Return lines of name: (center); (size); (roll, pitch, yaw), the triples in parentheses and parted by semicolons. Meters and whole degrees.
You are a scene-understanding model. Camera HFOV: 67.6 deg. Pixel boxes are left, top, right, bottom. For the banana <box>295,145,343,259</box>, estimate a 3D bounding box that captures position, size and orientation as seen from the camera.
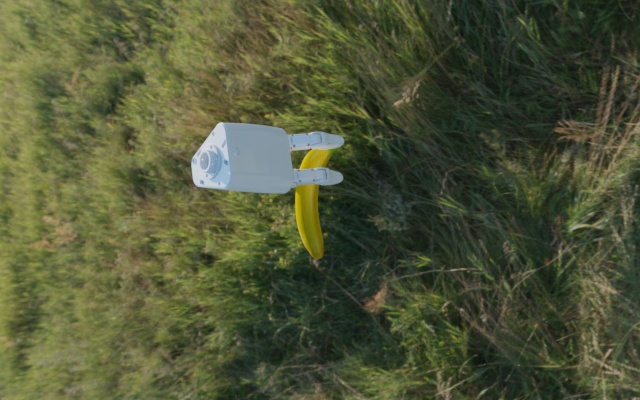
banana: (-0.012, -0.005, 0.788); (0.037, 0.198, 0.069); (0, 11, -46)
